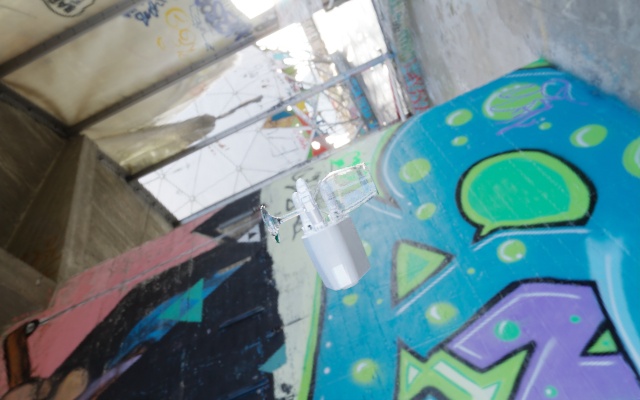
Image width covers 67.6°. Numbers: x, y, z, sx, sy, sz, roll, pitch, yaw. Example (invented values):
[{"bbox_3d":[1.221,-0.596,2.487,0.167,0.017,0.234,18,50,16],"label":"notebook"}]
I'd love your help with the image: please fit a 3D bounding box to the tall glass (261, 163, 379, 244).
[{"bbox_3d":[-0.001,0.003,0.847,0.201,0.079,0.079,-25,-3,5],"label":"tall glass"}]
